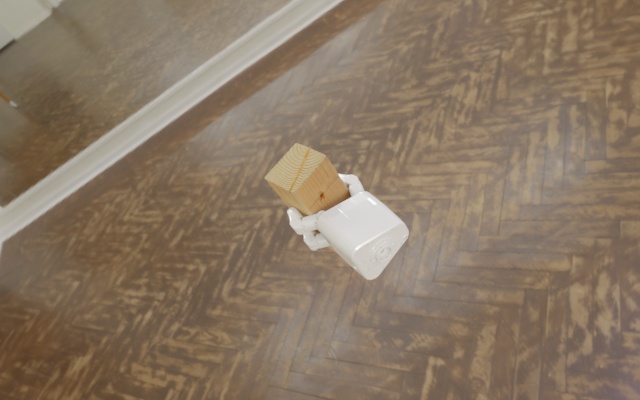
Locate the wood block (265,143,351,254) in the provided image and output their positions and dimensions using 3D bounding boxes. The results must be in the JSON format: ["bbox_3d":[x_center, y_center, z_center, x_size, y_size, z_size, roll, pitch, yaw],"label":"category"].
[{"bbox_3d":[0.001,0.003,0.892,0.090,0.091,0.206,27,-19,44],"label":"wood block"}]
